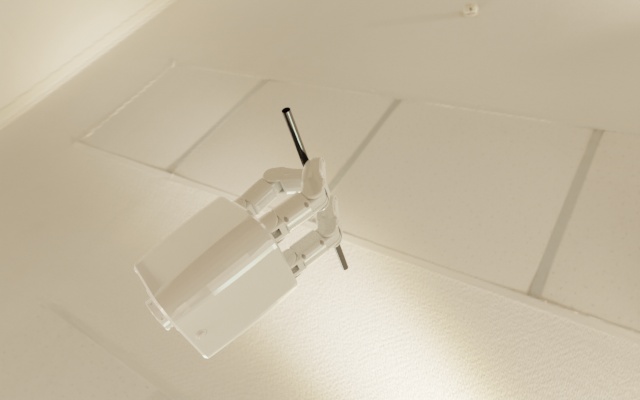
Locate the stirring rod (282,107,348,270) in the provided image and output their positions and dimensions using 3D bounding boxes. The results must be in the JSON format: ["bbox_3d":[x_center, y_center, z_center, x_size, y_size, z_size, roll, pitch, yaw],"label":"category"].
[{"bbox_3d":[0.000,0.002,0.500,0.011,0.011,0.240,0,-42,20],"label":"stirring rod"}]
